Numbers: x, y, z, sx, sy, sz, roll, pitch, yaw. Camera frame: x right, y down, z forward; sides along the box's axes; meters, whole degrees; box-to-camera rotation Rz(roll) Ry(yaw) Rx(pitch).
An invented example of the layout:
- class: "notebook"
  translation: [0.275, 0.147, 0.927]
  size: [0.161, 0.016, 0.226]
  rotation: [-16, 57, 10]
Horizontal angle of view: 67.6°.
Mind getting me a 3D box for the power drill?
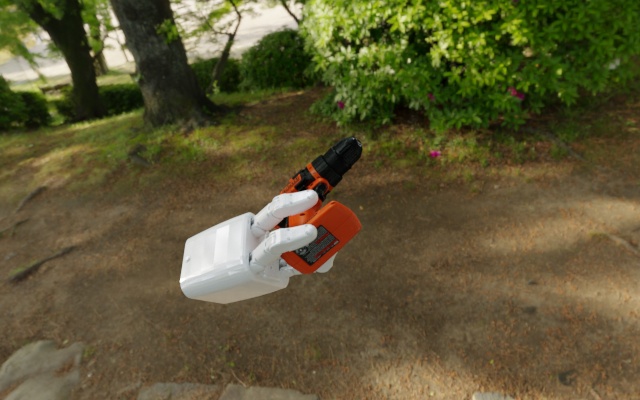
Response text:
- class: "power drill"
  translation: [0.000, 0.002, 0.657]
  size: [0.057, 0.184, 0.187]
  rotation: [41, 13, -21]
